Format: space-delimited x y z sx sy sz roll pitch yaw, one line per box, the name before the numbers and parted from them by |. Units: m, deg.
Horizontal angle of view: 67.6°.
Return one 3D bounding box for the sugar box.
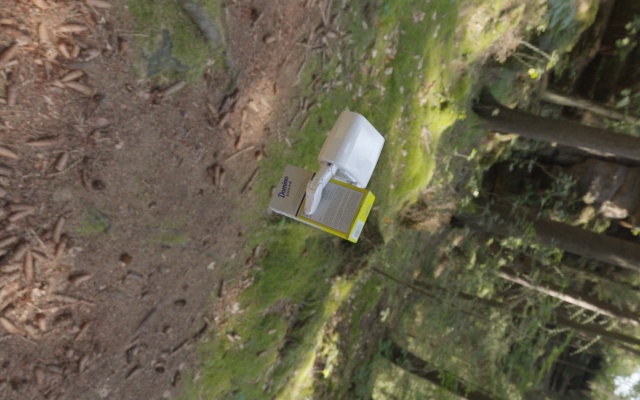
sugar box | 0.000 0.003 0.875 0.176 0.093 0.048 20 -9 28
